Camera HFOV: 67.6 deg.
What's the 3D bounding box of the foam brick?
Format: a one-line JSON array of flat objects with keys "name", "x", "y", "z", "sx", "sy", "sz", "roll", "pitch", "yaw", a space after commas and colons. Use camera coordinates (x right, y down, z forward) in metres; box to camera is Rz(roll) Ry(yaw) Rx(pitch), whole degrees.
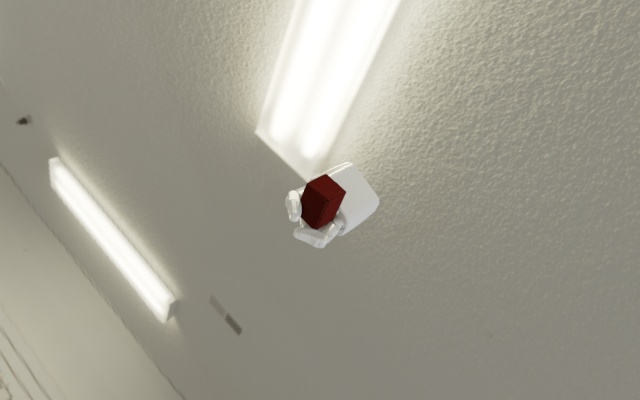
[{"name": "foam brick", "x": 0.000, "y": 0.003, "z": 0.829, "sx": 0.053, "sy": 0.078, "sz": 0.051, "roll": 44, "pitch": 47, "yaw": 20}]
